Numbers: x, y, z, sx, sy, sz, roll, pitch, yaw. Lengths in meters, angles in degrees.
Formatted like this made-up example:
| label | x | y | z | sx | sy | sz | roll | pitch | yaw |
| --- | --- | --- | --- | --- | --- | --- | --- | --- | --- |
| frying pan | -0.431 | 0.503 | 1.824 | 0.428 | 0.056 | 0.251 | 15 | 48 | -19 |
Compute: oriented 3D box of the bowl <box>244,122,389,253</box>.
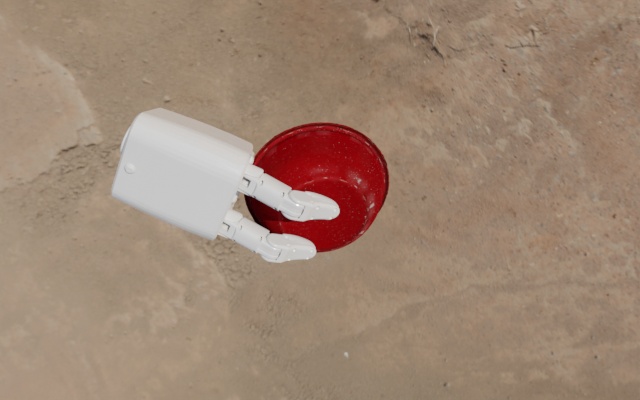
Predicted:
| label | x | y | z | sx | sy | sz | roll | pitch | yaw |
| --- | --- | --- | --- | --- | --- | --- | --- | --- | --- |
| bowl | 0.001 | 0.002 | 0.508 | 0.162 | 0.162 | 0.055 | 0 | 33 | -9 |
